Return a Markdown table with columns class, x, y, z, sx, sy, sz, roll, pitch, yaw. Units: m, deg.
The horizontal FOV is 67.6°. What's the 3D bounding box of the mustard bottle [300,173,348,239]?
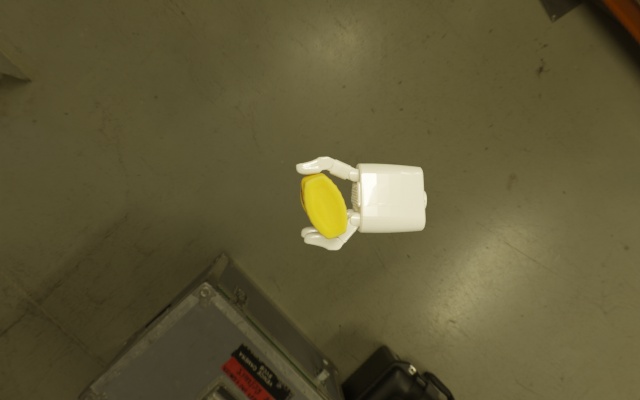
| class | x | y | z | sx | sy | sz | roll | pitch | yaw |
| --- | --- | --- | --- | --- | --- | --- | --- | --- | --- |
| mustard bottle | 0.000 | 0.003 | 0.786 | 0.058 | 0.096 | 0.191 | -24 | 6 | -3 |
